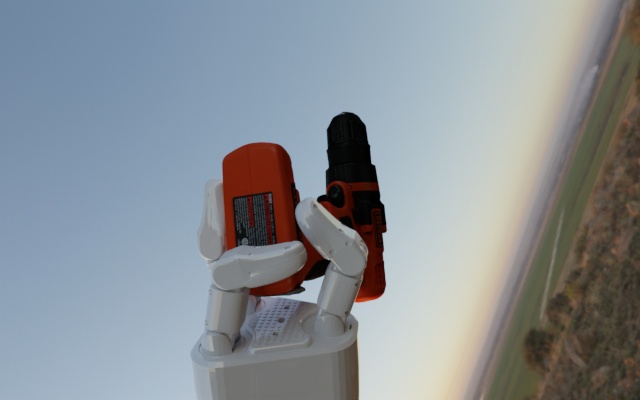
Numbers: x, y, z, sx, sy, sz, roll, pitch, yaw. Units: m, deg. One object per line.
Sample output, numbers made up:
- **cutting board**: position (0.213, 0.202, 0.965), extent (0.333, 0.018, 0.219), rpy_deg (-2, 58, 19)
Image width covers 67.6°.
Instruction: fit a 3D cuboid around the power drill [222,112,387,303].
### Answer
- **power drill**: position (0.000, 0.002, 0.402), extent (0.057, 0.184, 0.187), rpy_deg (-11, -8, 30)
